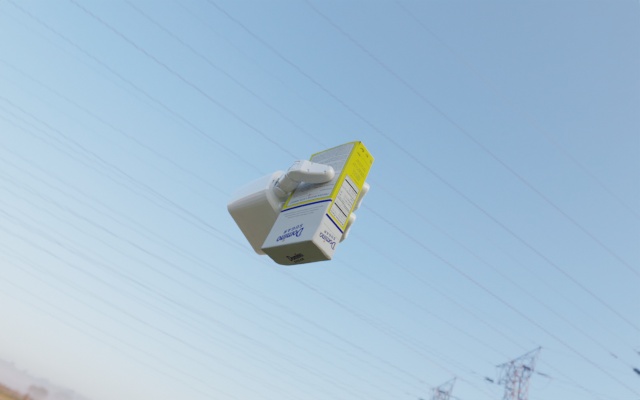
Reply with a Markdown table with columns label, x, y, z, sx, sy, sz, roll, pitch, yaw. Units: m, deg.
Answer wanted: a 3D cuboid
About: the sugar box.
| label | x | y | z | sx | sy | sz | roll | pitch | yaw |
| --- | --- | --- | --- | --- | --- | --- | --- | --- | --- |
| sugar box | 0.000 | 0.002 | 0.623 | 0.093 | 0.176 | 0.048 | -13 | -49 | 42 |
